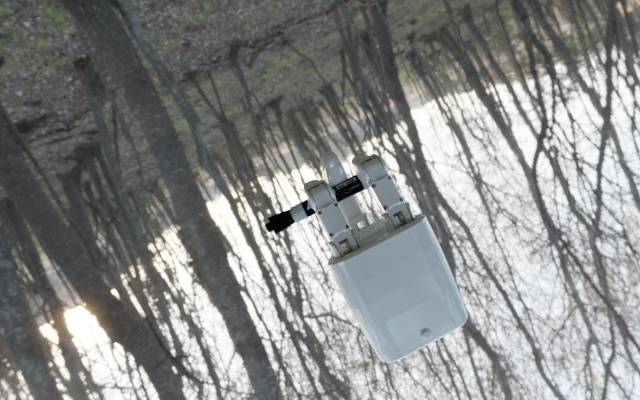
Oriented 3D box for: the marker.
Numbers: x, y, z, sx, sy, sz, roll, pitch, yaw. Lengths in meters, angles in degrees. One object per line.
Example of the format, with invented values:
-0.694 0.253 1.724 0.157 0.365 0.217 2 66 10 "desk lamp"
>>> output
0.000 0.002 0.482 0.121 0.020 0.020 -26 2 -4 "marker"
